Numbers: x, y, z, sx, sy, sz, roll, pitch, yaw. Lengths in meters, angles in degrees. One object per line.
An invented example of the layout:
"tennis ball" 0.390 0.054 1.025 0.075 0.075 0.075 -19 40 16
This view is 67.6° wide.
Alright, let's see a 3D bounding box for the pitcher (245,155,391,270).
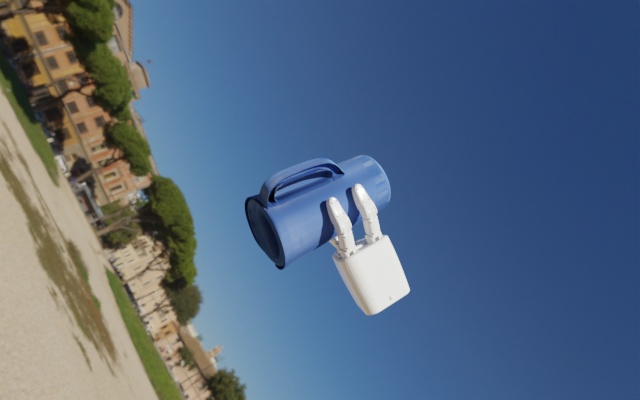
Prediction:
"pitcher" 0.000 0.003 0.829 0.243 0.145 0.149 -26 1 -24
